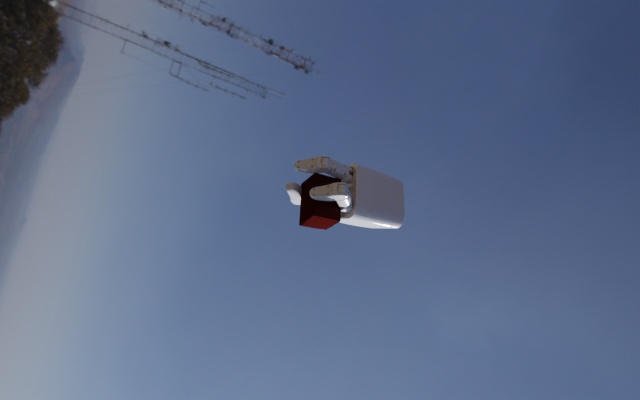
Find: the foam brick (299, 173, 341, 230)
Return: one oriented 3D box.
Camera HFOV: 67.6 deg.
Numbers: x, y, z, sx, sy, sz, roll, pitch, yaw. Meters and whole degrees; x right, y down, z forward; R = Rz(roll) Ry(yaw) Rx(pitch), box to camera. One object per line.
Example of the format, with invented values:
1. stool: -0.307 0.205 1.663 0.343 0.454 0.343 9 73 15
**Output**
1. foam brick: 0.000 0.003 0.787 0.051 0.078 0.053 14 -26 -26
